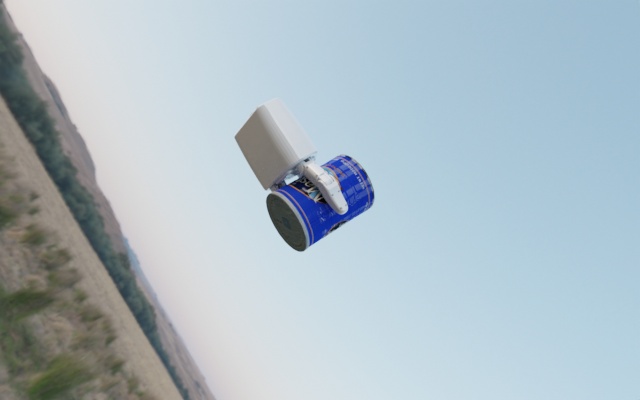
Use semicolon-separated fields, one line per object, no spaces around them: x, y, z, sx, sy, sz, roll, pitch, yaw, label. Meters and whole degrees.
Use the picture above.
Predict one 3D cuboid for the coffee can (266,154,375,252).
0.000;0.003;0.756;0.140;0.103;0.103;-31;15;-26;coffee can
